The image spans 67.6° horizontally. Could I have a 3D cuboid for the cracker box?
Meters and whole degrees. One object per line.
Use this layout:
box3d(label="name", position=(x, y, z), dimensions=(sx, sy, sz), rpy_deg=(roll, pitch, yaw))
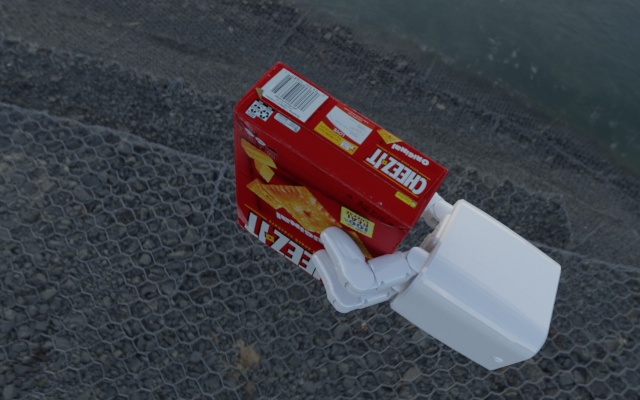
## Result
box3d(label="cracker box", position=(0.000, 0.001, 0.450), dimensions=(0.164, 0.072, 0.214), rpy_deg=(34, -27, 9))
